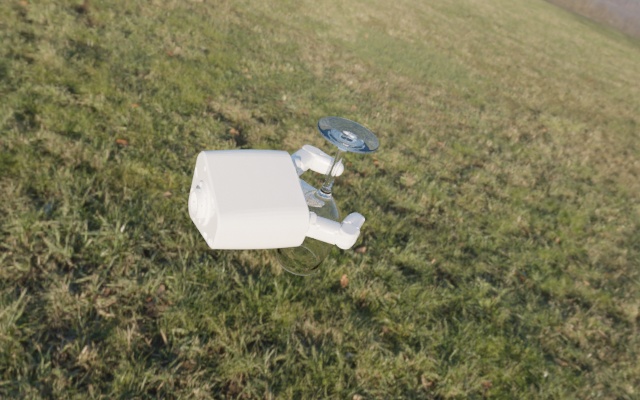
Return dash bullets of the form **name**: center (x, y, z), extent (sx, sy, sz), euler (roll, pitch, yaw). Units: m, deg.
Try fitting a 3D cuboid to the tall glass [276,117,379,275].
- **tall glass**: center (0.000, 0.001, 0.592), extent (0.079, 0.201, 0.079), euler (15, 34, -10)
